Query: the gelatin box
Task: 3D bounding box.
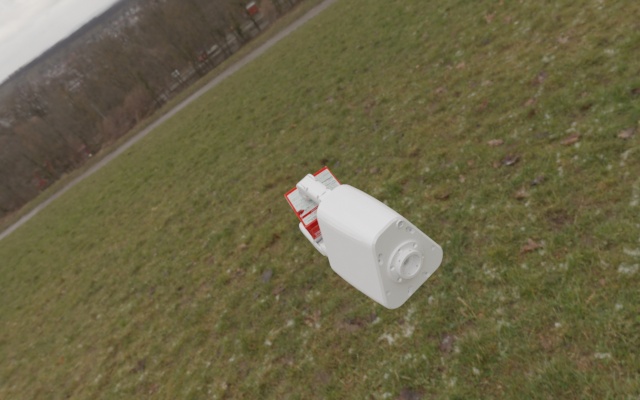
[{"bbox_3d":[0.000,0.002,0.650,0.073,0.030,0.089,-35,39,-1],"label":"gelatin box"}]
